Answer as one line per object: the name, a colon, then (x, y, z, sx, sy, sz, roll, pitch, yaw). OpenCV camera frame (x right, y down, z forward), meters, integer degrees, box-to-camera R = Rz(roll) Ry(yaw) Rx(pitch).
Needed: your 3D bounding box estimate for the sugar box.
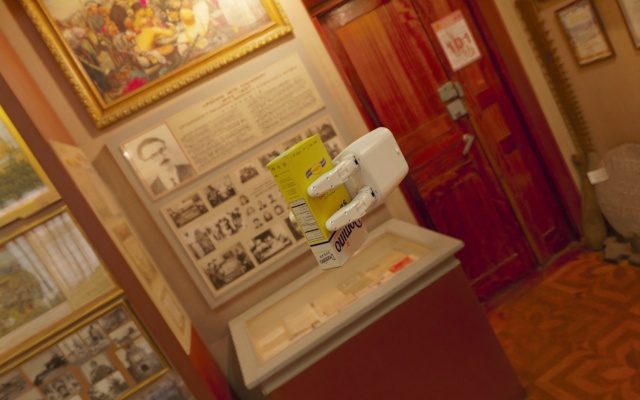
sugar box: (0.001, 0.002, 0.693, 0.048, 0.176, 0.093, -21, 13, 41)
